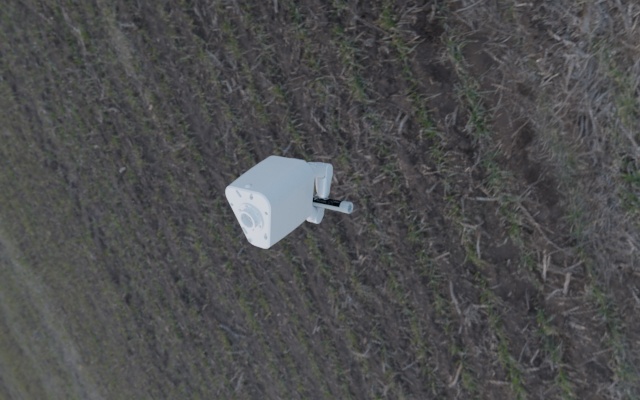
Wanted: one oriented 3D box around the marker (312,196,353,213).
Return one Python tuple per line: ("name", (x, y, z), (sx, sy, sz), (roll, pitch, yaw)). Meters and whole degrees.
("marker", (0.000, 0.003, 0.810), (0.121, 0.020, 0.020), (11, 6, 35))
